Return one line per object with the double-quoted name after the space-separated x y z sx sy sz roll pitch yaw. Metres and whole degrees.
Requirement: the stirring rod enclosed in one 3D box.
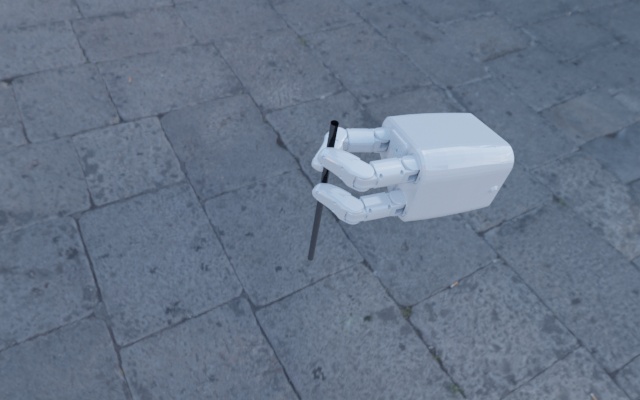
0.000 0.002 0.546 0.011 0.011 0.240 0 -39 -8 "stirring rod"
